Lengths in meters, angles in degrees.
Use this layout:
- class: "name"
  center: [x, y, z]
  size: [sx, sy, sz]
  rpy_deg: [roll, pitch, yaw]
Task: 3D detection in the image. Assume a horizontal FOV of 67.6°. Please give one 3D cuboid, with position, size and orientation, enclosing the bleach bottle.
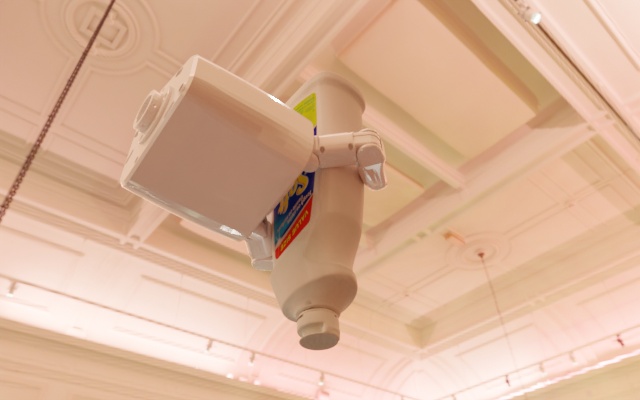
- class: "bleach bottle"
  center: [0.000, 0.001, 0.414]
  size: [0.068, 0.250, 0.102]
  rpy_deg: [29, -50, -31]
